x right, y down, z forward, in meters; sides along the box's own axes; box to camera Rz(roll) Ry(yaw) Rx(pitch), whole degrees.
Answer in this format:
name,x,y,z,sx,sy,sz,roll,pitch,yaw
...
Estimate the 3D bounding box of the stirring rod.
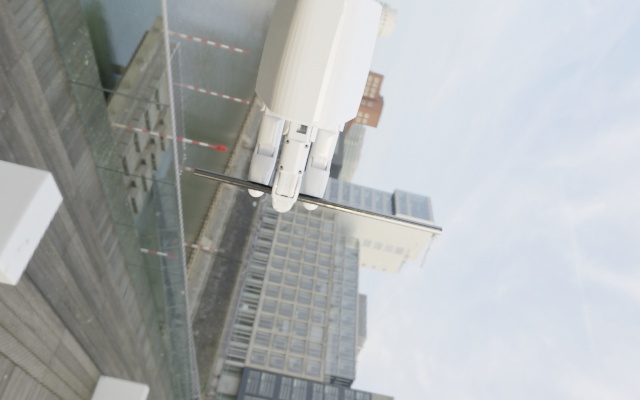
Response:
name,x,y,z,sx,sy,sz,roll,pitch,yaw
stirring rod,0.000,0.001,0.452,0.239,0.011,0.011,14,-1,-5
